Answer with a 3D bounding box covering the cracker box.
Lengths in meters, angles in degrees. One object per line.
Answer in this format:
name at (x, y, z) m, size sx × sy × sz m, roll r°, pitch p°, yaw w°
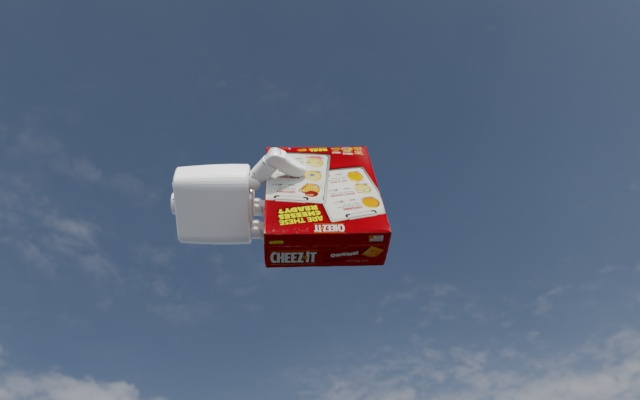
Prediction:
cracker box at (0.000, 0.002, 0.699) m, size 0.164 × 0.072 × 0.213 m, roll -1°, pitch 38°, yaw -5°
